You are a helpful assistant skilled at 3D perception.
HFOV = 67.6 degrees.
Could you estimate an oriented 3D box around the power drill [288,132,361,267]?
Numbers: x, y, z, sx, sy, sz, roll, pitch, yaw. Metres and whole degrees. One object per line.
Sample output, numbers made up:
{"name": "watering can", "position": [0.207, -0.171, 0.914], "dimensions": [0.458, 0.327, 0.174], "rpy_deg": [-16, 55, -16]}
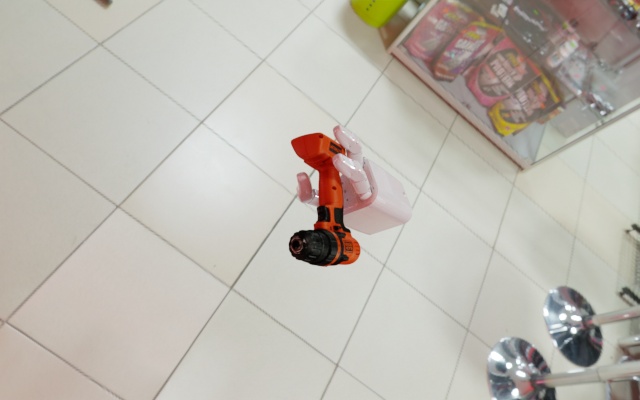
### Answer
{"name": "power drill", "position": [0.000, 0.002, 0.690], "dimensions": [0.057, 0.187, 0.184], "rpy_deg": [-9, -12, 22]}
